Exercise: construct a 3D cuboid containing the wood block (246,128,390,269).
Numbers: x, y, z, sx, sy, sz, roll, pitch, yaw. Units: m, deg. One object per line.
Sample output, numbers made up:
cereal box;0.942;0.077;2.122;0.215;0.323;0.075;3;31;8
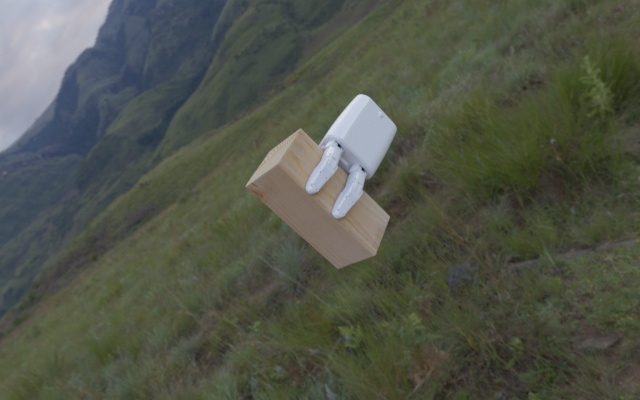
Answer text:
wood block;0.000;0.002;0.749;0.206;0.090;0.091;43;-42;-18
